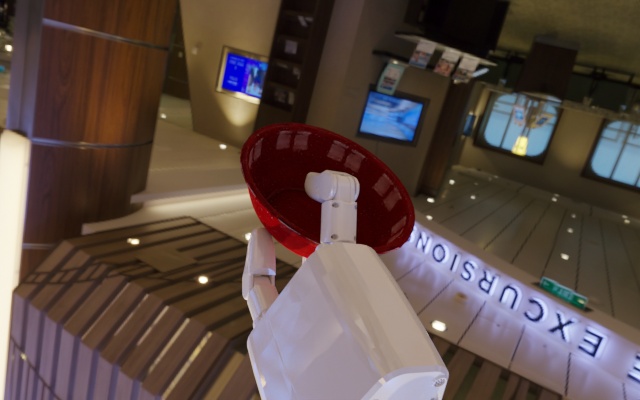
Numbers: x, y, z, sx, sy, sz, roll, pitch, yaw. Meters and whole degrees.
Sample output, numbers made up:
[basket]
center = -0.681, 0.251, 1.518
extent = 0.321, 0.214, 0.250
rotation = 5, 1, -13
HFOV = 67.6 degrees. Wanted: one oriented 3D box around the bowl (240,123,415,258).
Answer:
[bowl]
center = 0.000, 0.001, 0.425
extent = 0.162, 0.162, 0.055
rotation = 0, -44, -33
